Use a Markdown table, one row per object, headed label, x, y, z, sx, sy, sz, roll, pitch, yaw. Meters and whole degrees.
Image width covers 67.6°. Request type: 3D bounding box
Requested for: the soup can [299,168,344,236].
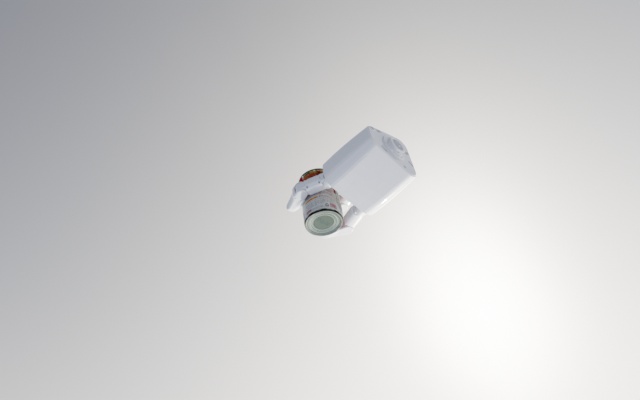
| label | x | y | z | sx | sy | sz | roll | pitch | yaw |
| --- | --- | --- | --- | --- | --- | --- | --- | --- | --- |
| soup can | 0.000 | 0.003 | 0.831 | 0.068 | 0.102 | 0.069 | -5 | -43 | -5 |
